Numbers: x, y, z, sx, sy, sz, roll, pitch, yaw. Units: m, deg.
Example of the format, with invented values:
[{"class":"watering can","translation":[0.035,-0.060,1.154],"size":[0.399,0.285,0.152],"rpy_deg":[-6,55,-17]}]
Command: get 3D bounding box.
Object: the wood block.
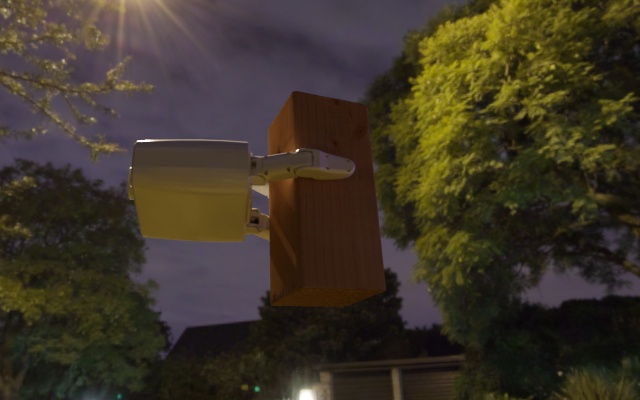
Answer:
[{"class":"wood block","translation":[0.000,0.001,0.507],"size":[0.090,0.206,0.091],"rpy_deg":[6,-23,-23]}]
